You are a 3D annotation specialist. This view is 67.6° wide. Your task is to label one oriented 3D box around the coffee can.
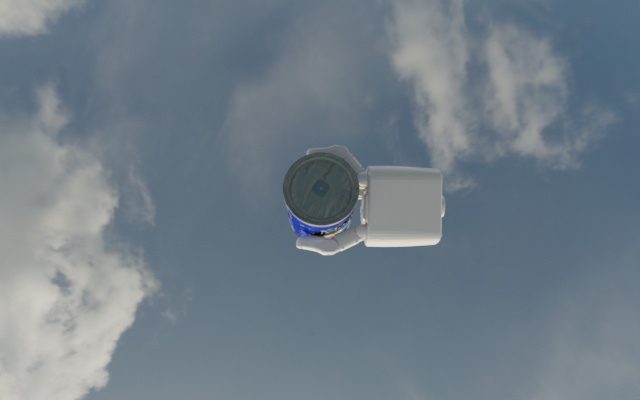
[{"bbox_3d":[0.000,0.002,0.701,0.103,0.102,0.140,0,-16,-1],"label":"coffee can"}]
